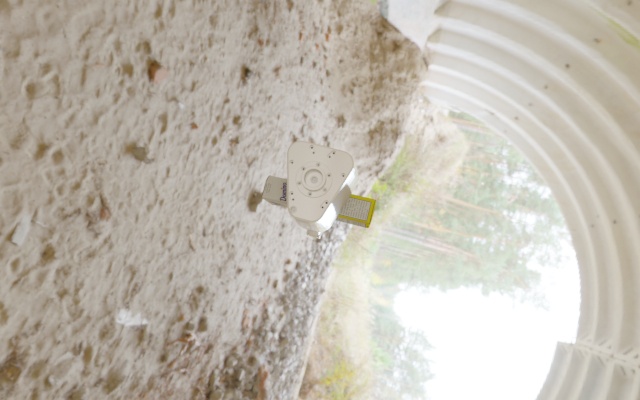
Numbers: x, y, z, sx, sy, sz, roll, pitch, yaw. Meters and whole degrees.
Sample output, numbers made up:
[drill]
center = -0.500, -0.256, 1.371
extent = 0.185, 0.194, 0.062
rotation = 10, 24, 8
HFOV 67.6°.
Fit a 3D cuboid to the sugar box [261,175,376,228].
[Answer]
[sugar box]
center = 0.000, 0.002, 0.781
extent = 0.176, 0.048, 0.093
rotation = 16, -6, 7
